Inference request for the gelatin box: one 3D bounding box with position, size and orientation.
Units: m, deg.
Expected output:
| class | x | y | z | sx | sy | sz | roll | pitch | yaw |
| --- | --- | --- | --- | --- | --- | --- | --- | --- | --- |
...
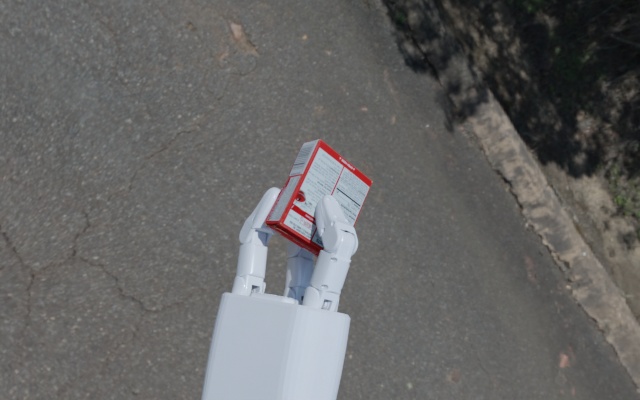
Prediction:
| class | x | y | z | sx | sy | sz | roll | pitch | yaw |
| --- | --- | --- | --- | --- | --- | --- | --- | --- | --- |
| gelatin box | 0.000 | 0.001 | 0.434 | 0.073 | 0.089 | 0.030 | 35 | -21 | -30 |
